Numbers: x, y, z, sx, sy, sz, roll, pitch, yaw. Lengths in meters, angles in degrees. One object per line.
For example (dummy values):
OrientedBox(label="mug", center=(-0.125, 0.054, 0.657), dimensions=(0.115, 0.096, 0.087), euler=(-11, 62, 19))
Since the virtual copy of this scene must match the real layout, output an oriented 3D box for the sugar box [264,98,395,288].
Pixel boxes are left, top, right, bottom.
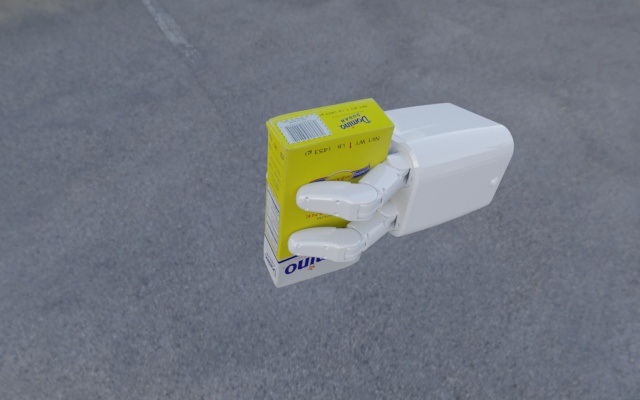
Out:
OrientedBox(label="sugar box", center=(0.000, 0.002, 0.419), dimensions=(0.093, 0.176, 0.048), euler=(-15, 48, -20))
